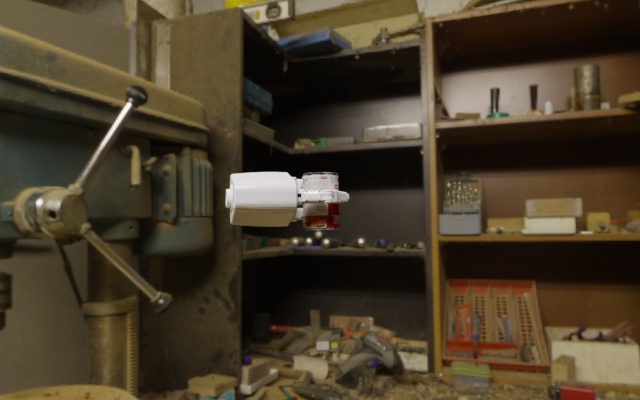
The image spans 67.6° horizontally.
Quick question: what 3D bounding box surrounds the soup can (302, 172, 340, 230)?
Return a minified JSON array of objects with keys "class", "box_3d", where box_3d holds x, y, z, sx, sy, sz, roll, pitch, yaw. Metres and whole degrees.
[{"class":"soup can","box_3d":[0.001,0.003,0.868,0.068,0.102,0.068,-1,-3,0]}]
